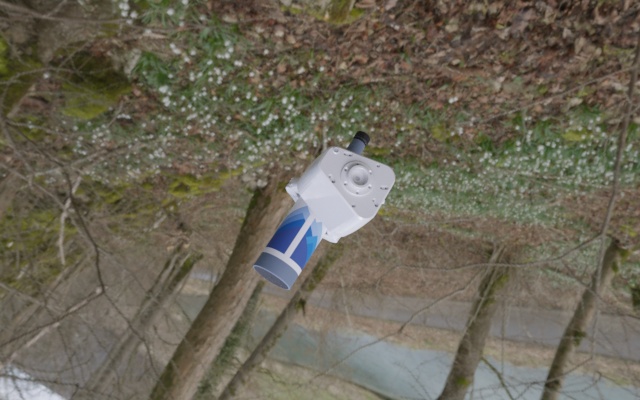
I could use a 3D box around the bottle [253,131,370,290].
[{"bbox_3d":[0.000,0.003,0.776,0.069,0.295,0.069,28,-22,13],"label":"bottle"}]
